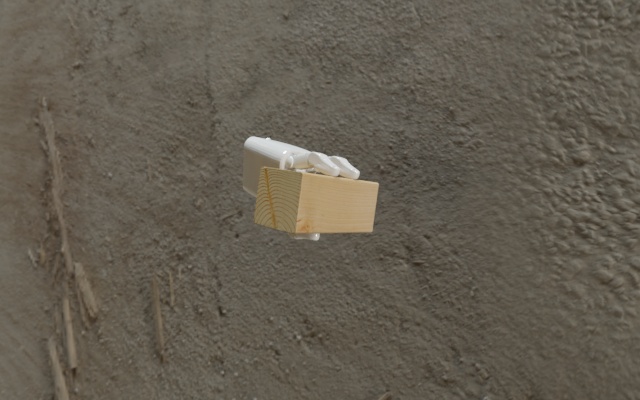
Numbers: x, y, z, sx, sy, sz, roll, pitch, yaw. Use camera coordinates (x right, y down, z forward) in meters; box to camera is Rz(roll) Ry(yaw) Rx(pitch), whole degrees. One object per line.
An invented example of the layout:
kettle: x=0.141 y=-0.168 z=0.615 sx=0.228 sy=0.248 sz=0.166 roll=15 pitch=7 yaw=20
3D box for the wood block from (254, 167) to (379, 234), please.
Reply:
wood block: x=0.000 y=0.003 z=0.784 sx=0.090 sy=0.091 sz=0.206 roll=11 pitch=4 yaw=39
